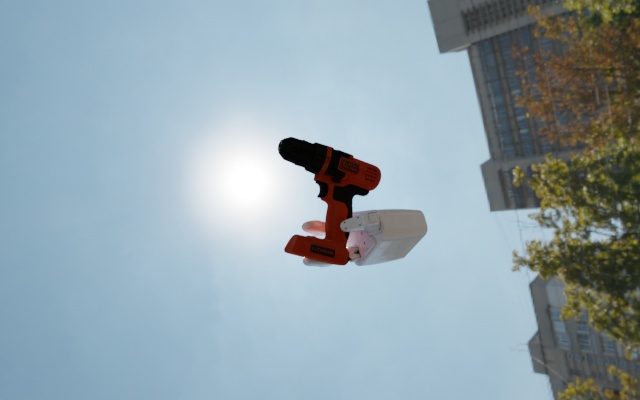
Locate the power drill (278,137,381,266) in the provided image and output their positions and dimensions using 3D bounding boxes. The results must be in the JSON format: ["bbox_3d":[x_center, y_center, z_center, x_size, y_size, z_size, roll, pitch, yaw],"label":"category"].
[{"bbox_3d":[0.000,0.003,0.779,0.184,0.187,0.057,17,-9,-17],"label":"power drill"}]
